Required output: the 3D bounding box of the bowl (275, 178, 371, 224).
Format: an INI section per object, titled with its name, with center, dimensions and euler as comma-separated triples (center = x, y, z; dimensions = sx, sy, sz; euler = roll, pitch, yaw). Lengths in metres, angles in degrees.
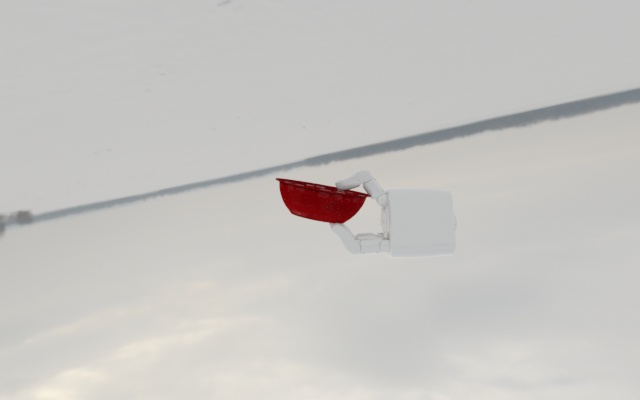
[bowl]
center = -0.001, 0.003, 0.793
dimensions = 0.162, 0.055, 0.162
euler = 11, 4, -1
